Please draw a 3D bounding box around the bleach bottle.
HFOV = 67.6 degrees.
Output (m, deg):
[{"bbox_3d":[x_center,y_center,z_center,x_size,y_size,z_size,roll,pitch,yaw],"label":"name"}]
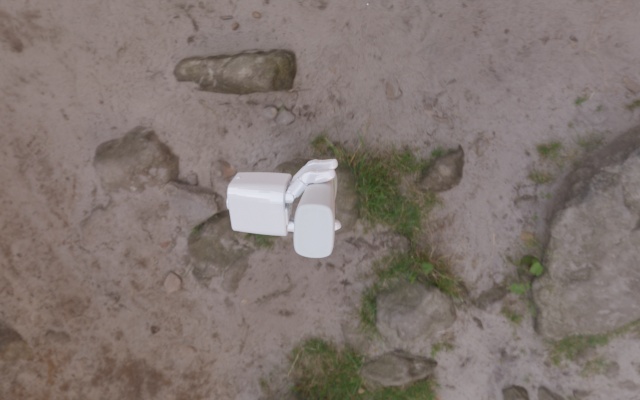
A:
[{"bbox_3d":[0.000,0.003,0.893,0.068,0.103,0.250,4,23,4],"label":"bleach bottle"}]
